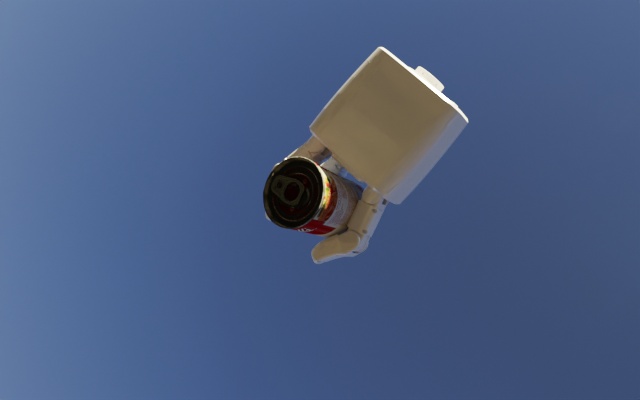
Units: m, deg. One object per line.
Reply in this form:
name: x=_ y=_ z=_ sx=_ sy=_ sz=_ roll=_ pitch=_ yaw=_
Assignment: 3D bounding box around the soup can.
soup can: x=0.000 y=0.002 z=0.479 sx=0.068 sy=0.068 sz=0.102 roll=0 pitch=-10 yaw=32
